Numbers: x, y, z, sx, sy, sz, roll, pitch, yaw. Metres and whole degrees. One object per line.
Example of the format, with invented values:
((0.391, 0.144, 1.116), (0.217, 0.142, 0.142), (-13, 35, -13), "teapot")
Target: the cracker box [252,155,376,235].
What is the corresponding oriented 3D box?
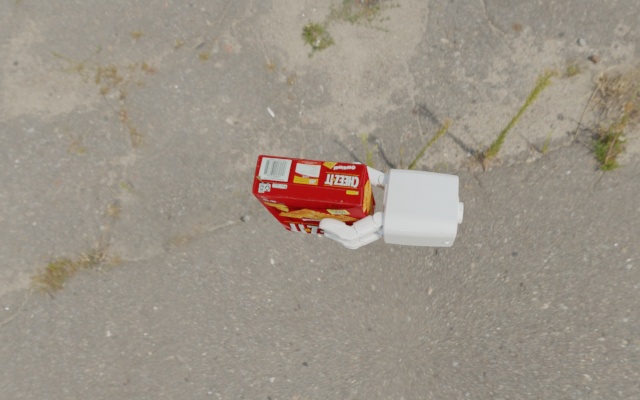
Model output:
((0.000, 0.002, 0.773), (0.164, 0.072, 0.214), (6, -17, 12), "cracker box")
